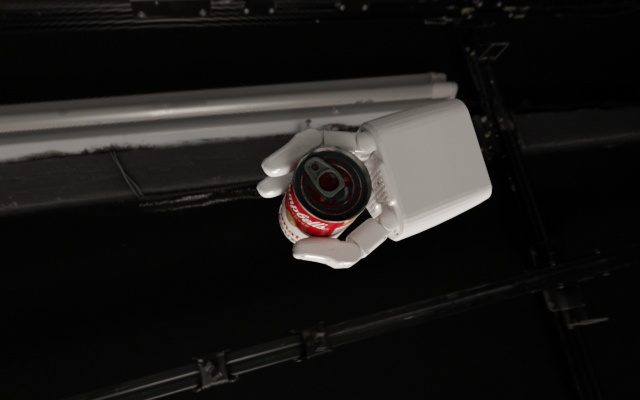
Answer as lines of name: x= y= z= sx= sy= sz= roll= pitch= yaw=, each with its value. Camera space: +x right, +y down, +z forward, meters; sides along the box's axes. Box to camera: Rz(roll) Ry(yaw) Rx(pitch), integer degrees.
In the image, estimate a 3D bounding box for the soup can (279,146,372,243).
soup can: x=0.000 y=0.002 z=0.442 sx=0.068 sy=0.068 sz=0.102 roll=0 pitch=-19 yaw=-12
